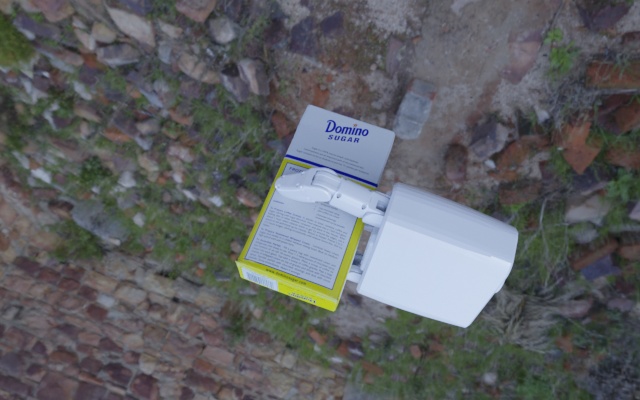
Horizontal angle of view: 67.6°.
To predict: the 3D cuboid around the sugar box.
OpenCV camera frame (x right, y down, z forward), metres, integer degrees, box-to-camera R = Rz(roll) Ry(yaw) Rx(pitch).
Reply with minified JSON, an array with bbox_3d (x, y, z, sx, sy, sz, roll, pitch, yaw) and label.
[{"bbox_3d":[0.000,0.002,0.443,0.093,0.176,0.048,20,-27,6],"label":"sugar box"}]
